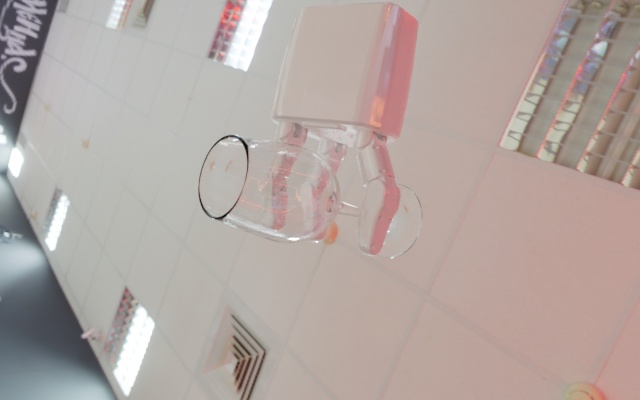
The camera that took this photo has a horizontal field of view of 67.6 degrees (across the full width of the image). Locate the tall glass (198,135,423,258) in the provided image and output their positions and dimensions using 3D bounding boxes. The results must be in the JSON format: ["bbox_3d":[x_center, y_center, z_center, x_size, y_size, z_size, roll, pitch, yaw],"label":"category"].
[{"bbox_3d":[0.001,0.002,0.404,0.079,0.079,0.201,0,-10,45],"label":"tall glass"}]
